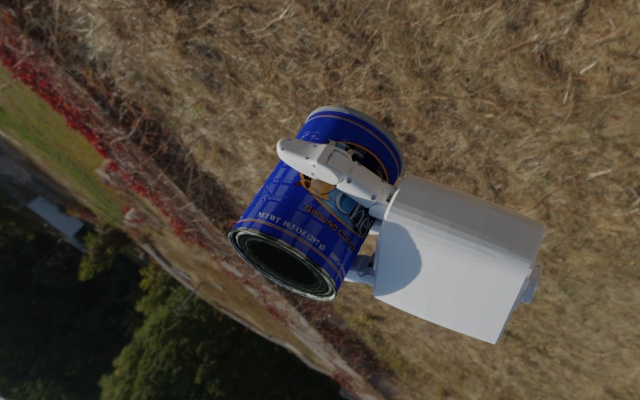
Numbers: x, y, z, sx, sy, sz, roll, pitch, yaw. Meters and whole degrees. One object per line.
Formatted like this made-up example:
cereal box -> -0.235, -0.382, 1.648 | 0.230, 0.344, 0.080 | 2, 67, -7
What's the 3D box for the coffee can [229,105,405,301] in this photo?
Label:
coffee can -> 0.000, 0.001, 0.423 | 0.103, 0.140, 0.103 | 25, -26, 13
